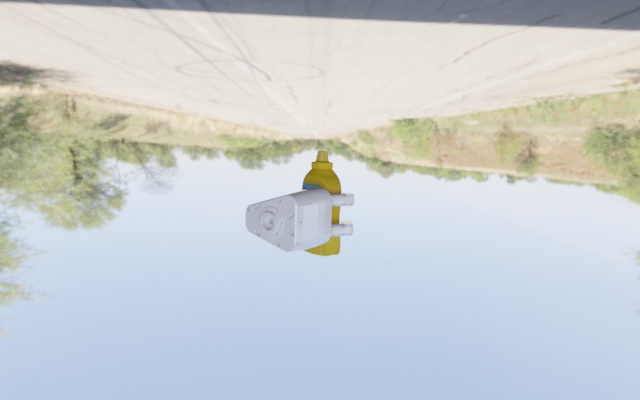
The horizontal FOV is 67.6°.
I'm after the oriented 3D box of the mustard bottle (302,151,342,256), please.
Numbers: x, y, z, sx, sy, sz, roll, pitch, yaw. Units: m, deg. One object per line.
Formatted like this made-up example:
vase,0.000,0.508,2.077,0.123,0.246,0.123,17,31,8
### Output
mustard bottle,0.000,0.003,0.899,0.058,0.191,0.096,-3,8,-33
